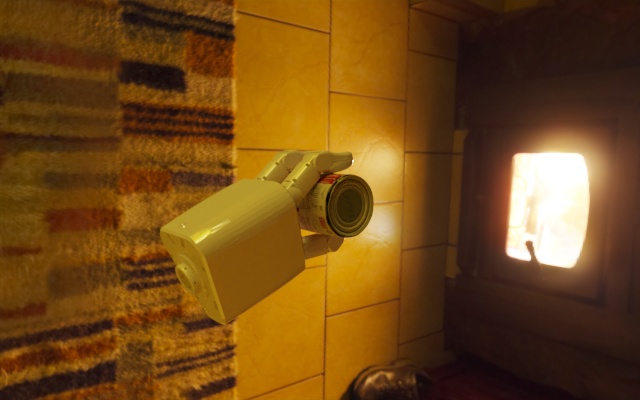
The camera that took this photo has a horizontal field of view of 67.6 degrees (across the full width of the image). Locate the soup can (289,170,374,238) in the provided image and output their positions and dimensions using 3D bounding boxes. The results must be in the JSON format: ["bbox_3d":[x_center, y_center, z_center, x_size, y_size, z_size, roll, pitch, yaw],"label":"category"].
[{"bbox_3d":[0.001,0.002,0.529,0.068,0.068,0.102,0,5,-39],"label":"soup can"}]
